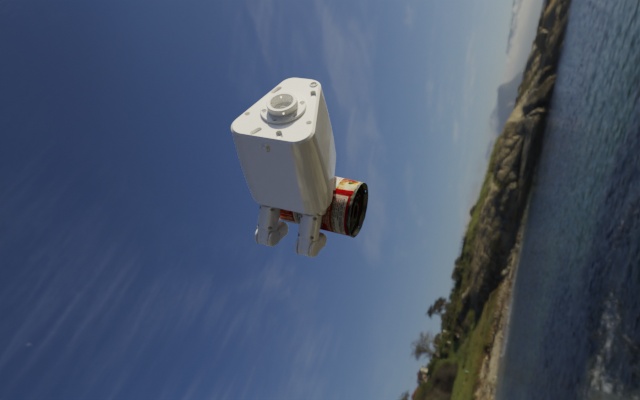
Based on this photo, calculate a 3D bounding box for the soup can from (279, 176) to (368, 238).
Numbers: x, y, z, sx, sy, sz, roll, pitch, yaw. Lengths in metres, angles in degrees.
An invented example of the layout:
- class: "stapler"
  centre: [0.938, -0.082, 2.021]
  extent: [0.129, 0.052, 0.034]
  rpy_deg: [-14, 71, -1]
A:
- class: "soup can"
  centre: [0.000, 0.002, 0.590]
  extent: [0.102, 0.068, 0.068]
  rpy_deg: [12, 4, 20]
